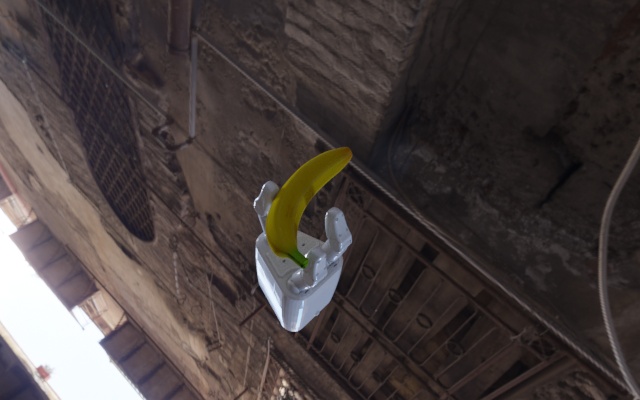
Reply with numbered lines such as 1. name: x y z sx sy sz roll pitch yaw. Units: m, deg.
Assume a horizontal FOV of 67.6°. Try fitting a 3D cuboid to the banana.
1. banana: -0.019 0.000 0.569 0.069 0.197 0.037 14 -41 10
